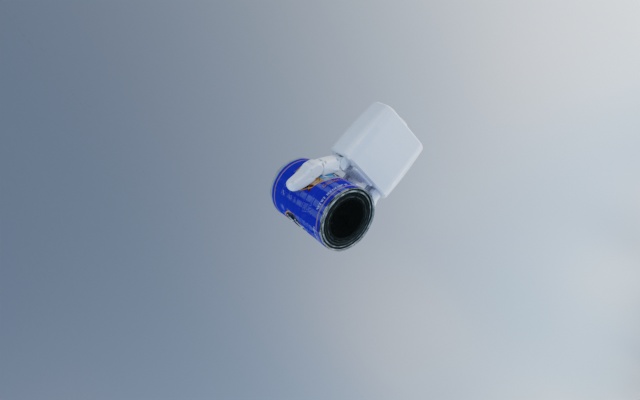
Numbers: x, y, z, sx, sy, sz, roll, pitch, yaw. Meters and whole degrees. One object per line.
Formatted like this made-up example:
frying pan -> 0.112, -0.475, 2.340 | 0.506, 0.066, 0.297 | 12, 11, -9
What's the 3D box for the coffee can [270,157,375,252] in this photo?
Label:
coffee can -> 0.000, 0.002, 0.743 | 0.103, 0.103, 0.140 | 0, 22, -39
